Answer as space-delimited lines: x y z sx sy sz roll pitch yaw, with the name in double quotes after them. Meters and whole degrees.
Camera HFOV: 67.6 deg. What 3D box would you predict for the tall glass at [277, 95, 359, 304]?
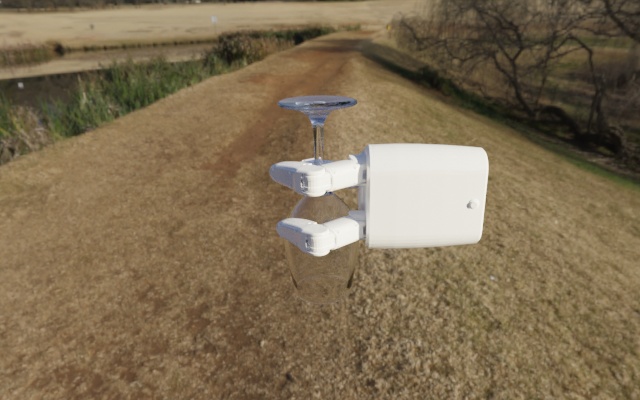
0.000 0.001 0.477 0.079 0.201 0.079 -1 21 0 "tall glass"
